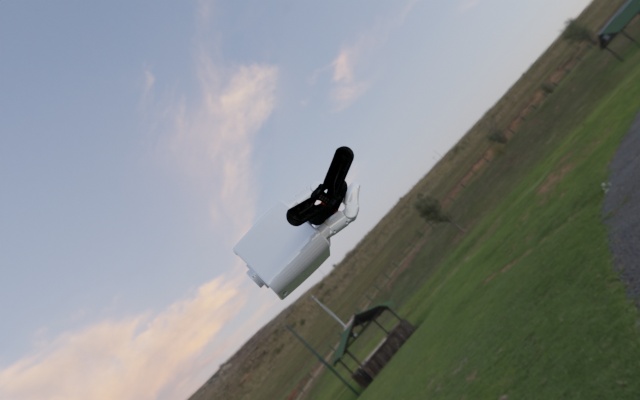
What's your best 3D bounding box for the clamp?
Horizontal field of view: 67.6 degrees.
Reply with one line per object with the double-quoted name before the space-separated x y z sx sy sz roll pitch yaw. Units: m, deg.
"clamp" 0.000 0.002 0.658 0.039 0.120 0.171 43 -13 15
